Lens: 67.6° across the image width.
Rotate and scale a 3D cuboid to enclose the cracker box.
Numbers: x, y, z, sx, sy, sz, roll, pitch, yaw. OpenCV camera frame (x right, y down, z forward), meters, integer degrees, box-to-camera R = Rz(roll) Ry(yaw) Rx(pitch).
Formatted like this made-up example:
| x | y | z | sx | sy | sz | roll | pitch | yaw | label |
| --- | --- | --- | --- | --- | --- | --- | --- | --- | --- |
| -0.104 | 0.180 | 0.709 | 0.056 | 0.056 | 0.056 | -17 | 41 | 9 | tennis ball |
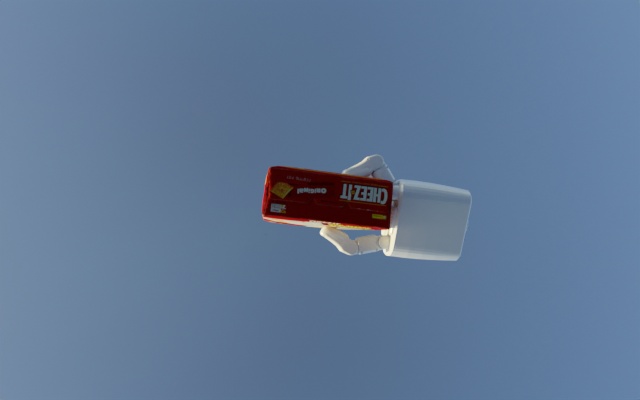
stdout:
| x | y | z | sx | sy | sz | roll | pitch | yaw | label |
| --- | --- | --- | --- | --- | --- | --- | --- | --- | --- |
| 0.000 | 0.002 | 0.700 | 0.164 | 0.072 | 0.214 | 6 | -5 | -6 | cracker box |
